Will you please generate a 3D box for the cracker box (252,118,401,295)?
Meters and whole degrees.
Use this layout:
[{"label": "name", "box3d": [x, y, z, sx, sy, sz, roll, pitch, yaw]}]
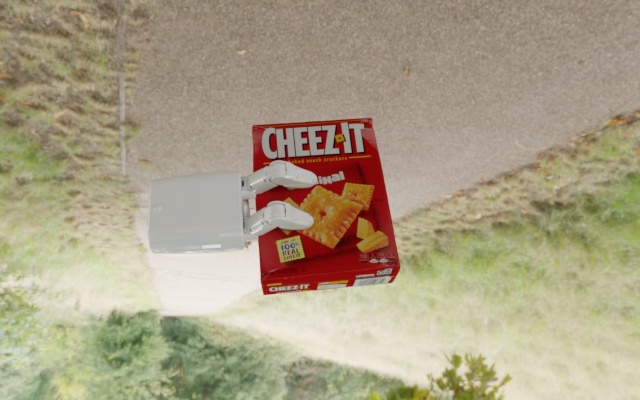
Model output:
[{"label": "cracker box", "box3d": [0.000, 0.002, 0.605, 0.164, 0.213, 0.072, -4, -26, -5]}]
